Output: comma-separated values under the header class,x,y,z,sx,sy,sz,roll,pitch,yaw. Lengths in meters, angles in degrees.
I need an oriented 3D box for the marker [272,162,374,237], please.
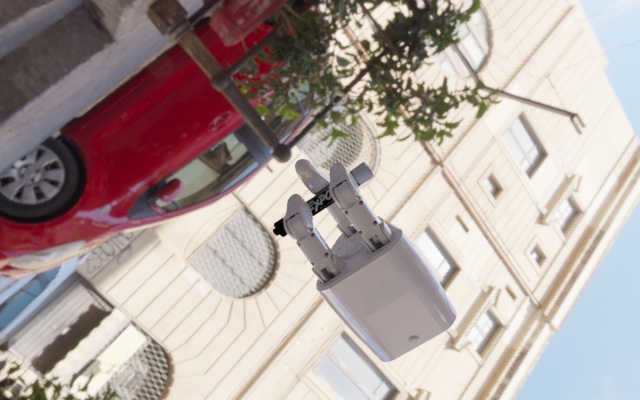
class,x,y,z,sx,sy,sz,roll,pitch,yaw
marker,0.000,0.002,0.490,0.121,0.020,0.020,-34,-10,14
